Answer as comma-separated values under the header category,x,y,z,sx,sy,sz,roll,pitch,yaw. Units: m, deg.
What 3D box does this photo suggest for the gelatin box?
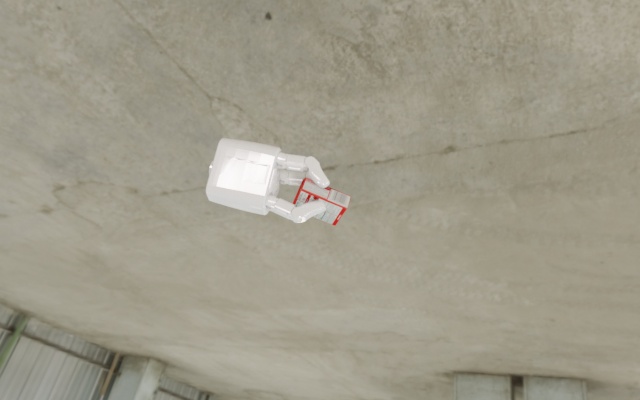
category,x,y,z,sx,sy,sz,roll,pitch,yaw
gelatin box,0.000,0.003,0.836,0.089,0.030,0.073,23,-31,-4
